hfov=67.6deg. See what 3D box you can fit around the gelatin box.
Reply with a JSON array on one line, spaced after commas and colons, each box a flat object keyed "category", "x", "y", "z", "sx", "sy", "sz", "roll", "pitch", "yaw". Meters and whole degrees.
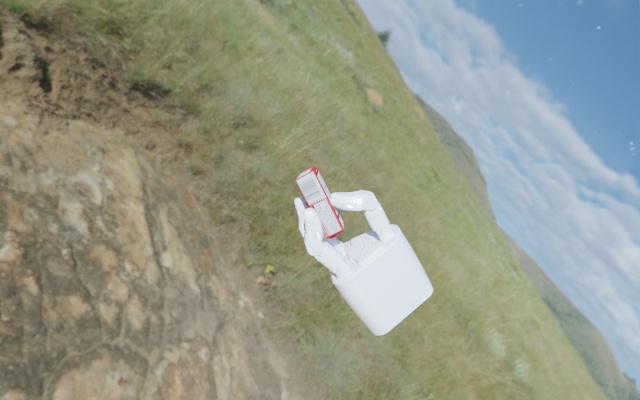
[{"category": "gelatin box", "x": 0.000, "y": 0.002, "z": 0.635, "sx": 0.030, "sy": 0.089, "sz": 0.073, "roll": -26, "pitch": 8, "yaw": 6}]
